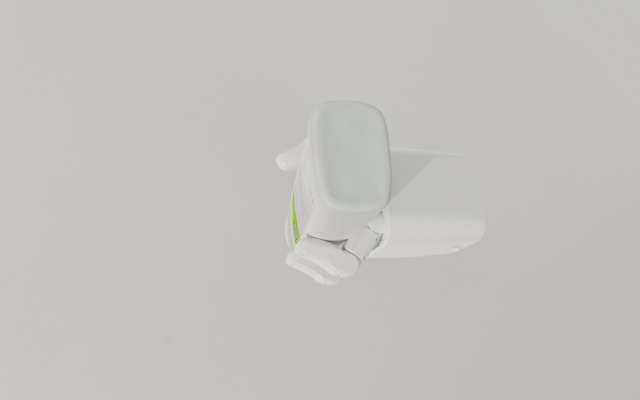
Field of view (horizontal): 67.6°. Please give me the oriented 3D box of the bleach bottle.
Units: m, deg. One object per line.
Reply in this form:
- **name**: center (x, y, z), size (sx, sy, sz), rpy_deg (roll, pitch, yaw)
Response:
- **bleach bottle**: center (0.000, 0.002, 0.497), size (0.068, 0.102, 0.251), rpy_deg (0, -18, -13)
